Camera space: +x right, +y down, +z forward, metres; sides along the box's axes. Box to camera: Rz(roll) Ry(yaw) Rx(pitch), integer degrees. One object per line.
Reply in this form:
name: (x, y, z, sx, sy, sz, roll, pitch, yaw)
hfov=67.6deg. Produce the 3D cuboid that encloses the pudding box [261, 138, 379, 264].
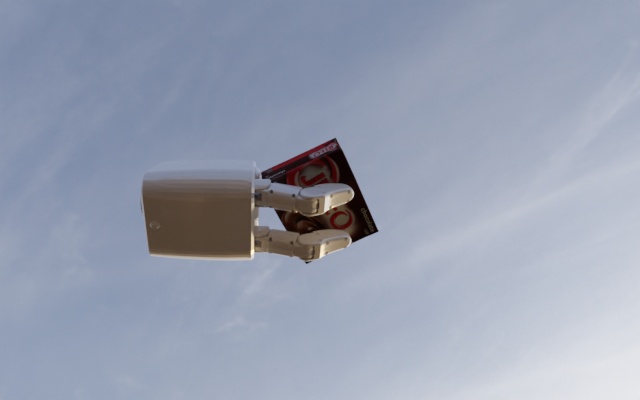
pudding box: (0.000, 0.002, 0.513, 0.090, 0.113, 0.039, -24, 30, 5)
